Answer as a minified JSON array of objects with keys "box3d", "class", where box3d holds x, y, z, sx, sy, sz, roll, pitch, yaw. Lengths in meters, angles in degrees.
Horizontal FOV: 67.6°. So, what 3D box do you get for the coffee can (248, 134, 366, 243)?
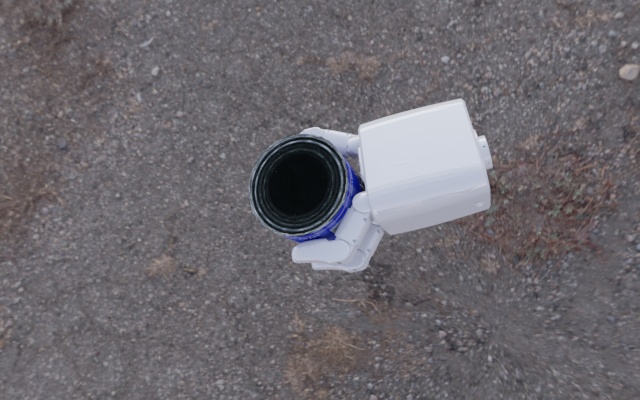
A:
[{"box3d":[0.000,0.002,0.515,0.103,0.102,0.140,0,-14,20],"class":"coffee can"}]
